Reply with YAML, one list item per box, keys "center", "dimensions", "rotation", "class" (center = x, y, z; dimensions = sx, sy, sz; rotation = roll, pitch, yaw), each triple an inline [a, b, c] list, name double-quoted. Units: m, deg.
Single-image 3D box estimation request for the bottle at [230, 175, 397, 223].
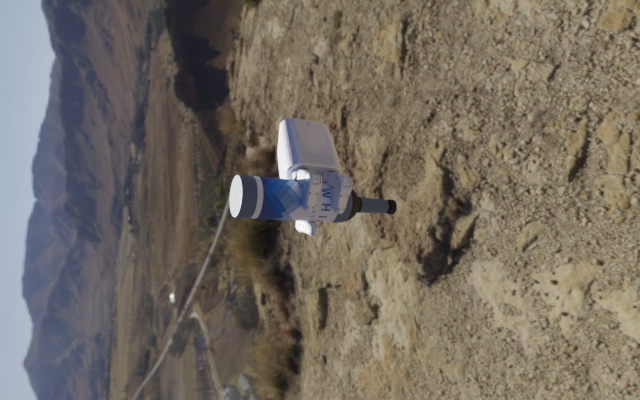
- center: [0.000, 0.003, 0.803]
  dimensions: [0.296, 0.069, 0.069]
  rotation: [4, -2, -27]
  class: "bottle"
